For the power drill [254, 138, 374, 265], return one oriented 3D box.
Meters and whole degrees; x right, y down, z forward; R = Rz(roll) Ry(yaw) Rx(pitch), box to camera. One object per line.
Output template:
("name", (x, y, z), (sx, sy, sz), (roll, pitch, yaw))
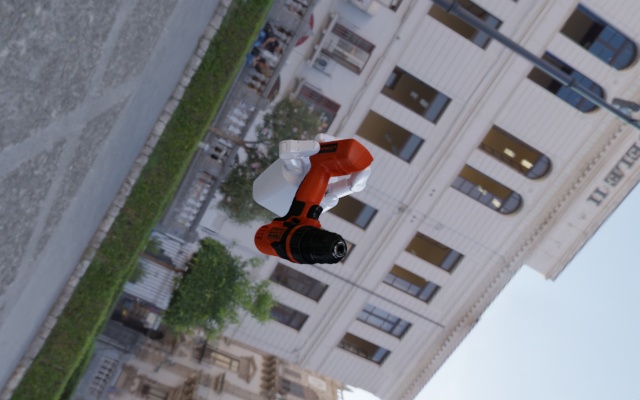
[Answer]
("power drill", (0.000, 0.002, 0.665), (0.057, 0.187, 0.184), (43, -24, -31))
